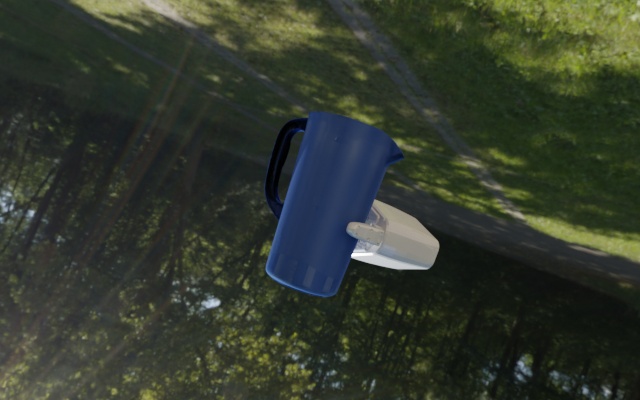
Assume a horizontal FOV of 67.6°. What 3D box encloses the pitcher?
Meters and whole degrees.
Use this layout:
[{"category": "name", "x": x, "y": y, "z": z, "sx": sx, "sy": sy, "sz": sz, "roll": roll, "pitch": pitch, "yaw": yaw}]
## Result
[{"category": "pitcher", "x": 0.000, "y": 0.002, "z": 0.681, "sx": 0.145, "sy": 0.243, "sz": 0.149, "roll": 20, "pitch": -1, "yaw": -27}]
